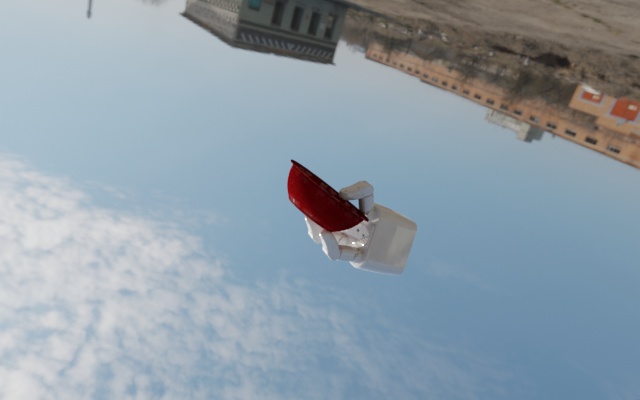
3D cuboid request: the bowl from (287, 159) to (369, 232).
[{"bbox_3d":[-0.001,0.002,0.779,0.162,0.055,0.162,38,5,-4],"label":"bowl"}]
